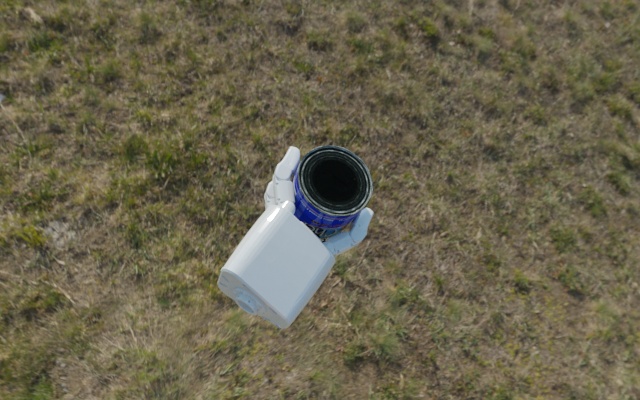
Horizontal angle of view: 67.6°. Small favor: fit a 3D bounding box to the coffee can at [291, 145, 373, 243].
[{"bbox_3d":[0.000,0.002,0.670,0.103,0.102,0.140,0,-25,-18],"label":"coffee can"}]
